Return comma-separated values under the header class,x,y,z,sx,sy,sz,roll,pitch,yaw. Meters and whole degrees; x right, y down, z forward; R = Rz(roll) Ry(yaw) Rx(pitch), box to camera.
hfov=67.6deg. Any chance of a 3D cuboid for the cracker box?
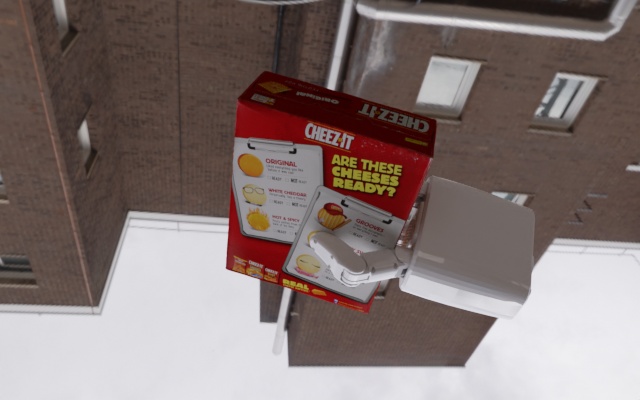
class,x,y,z,sx,sy,sz,roll,pitch,yaw
cracker box,0.000,0.002,0.465,0.164,0.214,0.072,17,41,4
